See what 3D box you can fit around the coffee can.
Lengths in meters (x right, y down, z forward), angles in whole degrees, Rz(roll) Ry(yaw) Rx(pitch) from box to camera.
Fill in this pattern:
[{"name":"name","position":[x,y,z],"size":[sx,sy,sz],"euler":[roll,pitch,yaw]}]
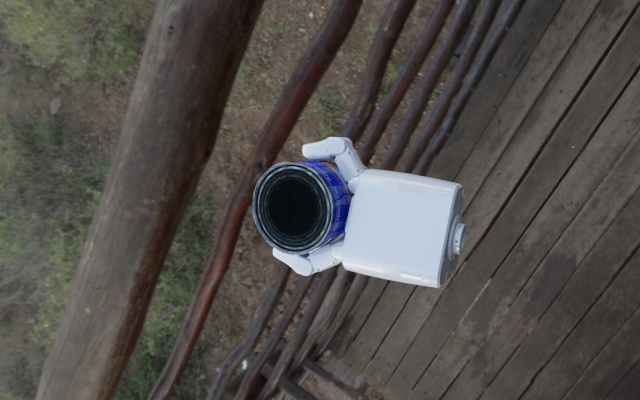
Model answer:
[{"name":"coffee can","position":[0.000,0.002,0.578],"size":[0.103,0.103,0.140],"euler":[0,6,28]}]
